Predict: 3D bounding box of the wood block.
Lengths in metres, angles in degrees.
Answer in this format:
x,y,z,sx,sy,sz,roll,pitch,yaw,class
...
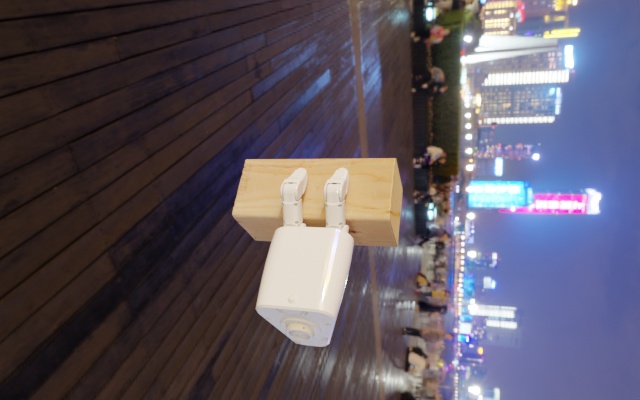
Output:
x,y,z,sx,sy,sz,roll,pitch,yaw,class
0.000,0.003,0.645,0.206,0.090,0.091,1,-26,17,wood block
